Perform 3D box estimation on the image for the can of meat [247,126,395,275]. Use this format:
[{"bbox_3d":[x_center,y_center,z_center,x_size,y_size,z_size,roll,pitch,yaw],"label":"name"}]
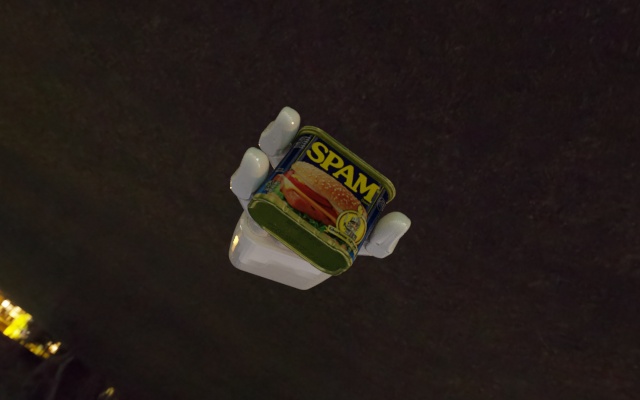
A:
[{"bbox_3d":[0.000,0.002,0.407,0.102,0.084,0.057,36,-30,-5],"label":"can of meat"}]
